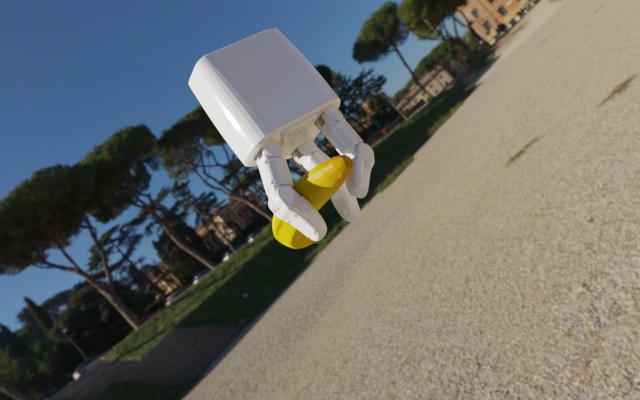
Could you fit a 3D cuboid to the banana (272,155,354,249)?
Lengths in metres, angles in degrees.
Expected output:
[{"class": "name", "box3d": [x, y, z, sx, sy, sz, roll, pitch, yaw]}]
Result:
[{"class": "banana", "box3d": [-0.016, 0.011, 0.498, 0.069, 0.037, 0.198, -26, -17, -18]}]
